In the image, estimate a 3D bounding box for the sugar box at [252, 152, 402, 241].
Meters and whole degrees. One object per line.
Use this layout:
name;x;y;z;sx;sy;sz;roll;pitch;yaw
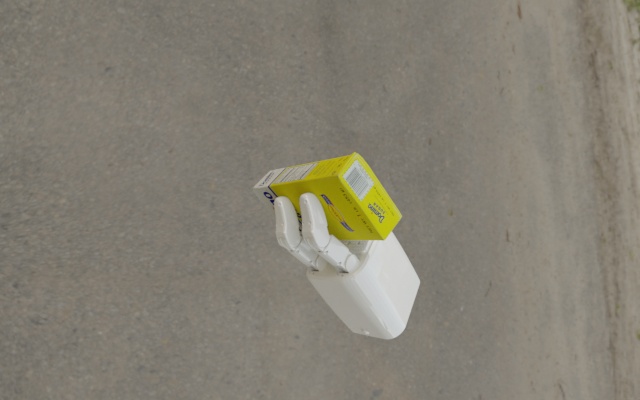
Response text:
sugar box;0.000;0.002;0.560;0.176;0.093;0.048;-9;34;51
